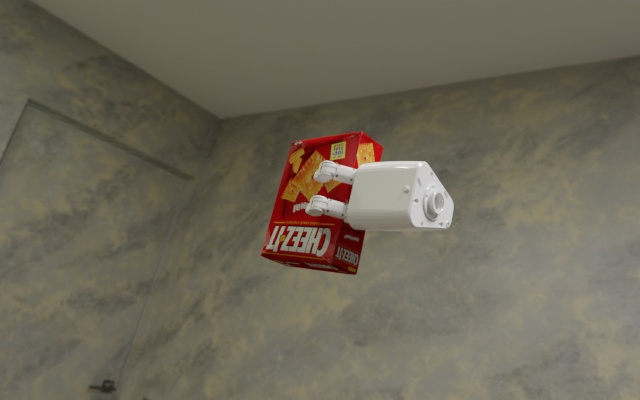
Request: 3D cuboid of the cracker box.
[{"bbox_3d":[0.000,0.002,0.780,0.164,0.213,0.072,0,-21,44],"label":"cracker box"}]
